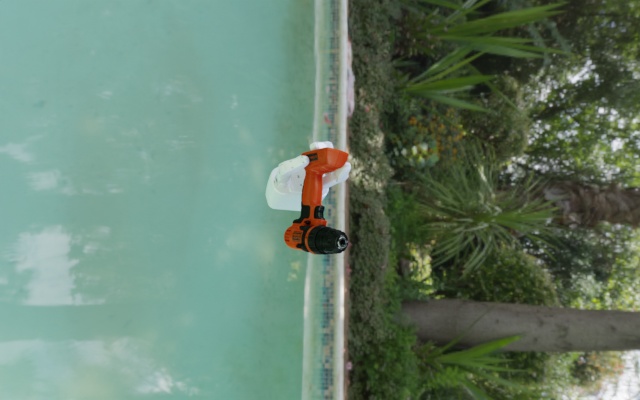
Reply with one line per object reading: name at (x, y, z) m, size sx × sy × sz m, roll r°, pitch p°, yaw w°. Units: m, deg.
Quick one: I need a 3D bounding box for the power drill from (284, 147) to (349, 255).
power drill at (0.000, 0.002, 0.855) m, size 0.057 × 0.187 × 0.184 m, roll 15°, pitch -8°, yaw -31°
